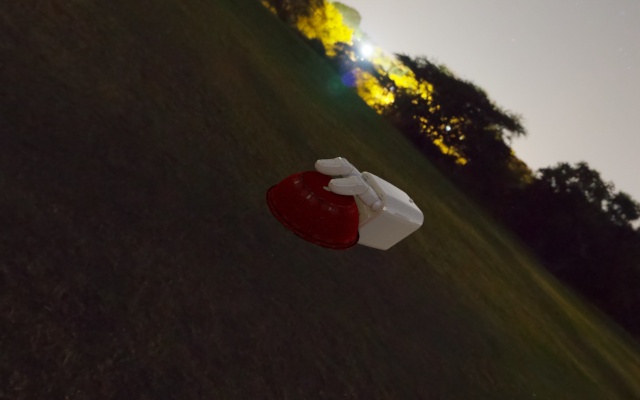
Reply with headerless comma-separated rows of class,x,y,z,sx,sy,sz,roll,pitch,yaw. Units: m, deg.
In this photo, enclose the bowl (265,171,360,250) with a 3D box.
bowl,-0.001,0.002,0.728,0.162,0.055,0.162,23,26,-12
